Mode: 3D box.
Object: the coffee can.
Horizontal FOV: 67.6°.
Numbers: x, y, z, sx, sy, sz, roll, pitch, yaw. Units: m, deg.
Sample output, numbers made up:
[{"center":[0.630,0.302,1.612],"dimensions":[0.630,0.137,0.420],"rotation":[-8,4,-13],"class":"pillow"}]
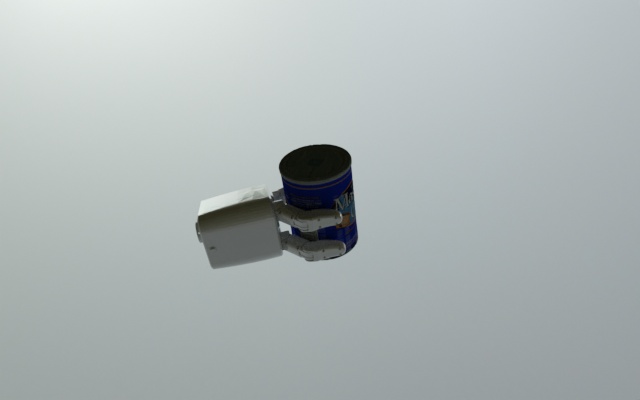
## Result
[{"center":[0.000,0.002,0.703],"dimensions":[0.103,0.140,0.102],"rotation":[-5,34,4],"class":"coffee can"}]
